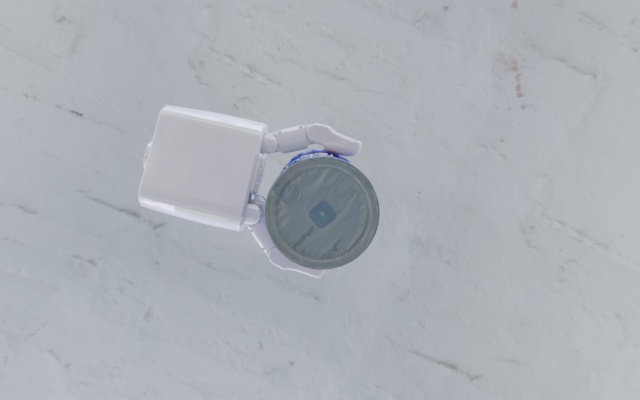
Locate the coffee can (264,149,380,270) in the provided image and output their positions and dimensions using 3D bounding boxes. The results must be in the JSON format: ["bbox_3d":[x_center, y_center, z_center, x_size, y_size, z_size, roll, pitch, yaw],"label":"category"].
[{"bbox_3d":[0.000,0.002,0.491,0.103,0.103,0.140,0,9,-1],"label":"coffee can"}]
